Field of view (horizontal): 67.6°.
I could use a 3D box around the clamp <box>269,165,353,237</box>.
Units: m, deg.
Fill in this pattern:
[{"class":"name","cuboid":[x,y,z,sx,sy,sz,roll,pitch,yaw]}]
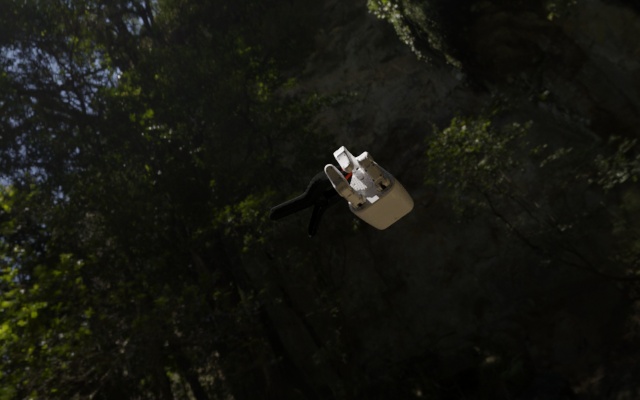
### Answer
[{"class":"clamp","cuboid":[0.000,0.002,0.894,0.171,0.039,0.120,-36,-38,14]}]
